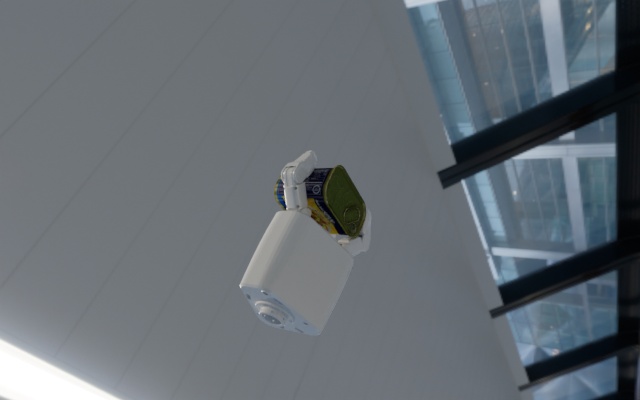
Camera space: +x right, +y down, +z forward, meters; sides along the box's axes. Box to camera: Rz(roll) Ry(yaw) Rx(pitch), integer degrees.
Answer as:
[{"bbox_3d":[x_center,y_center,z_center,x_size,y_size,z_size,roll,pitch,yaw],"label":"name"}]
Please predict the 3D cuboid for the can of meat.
[{"bbox_3d":[0.000,0.002,0.625,0.084,0.057,0.102,1,-38,34],"label":"can of meat"}]
